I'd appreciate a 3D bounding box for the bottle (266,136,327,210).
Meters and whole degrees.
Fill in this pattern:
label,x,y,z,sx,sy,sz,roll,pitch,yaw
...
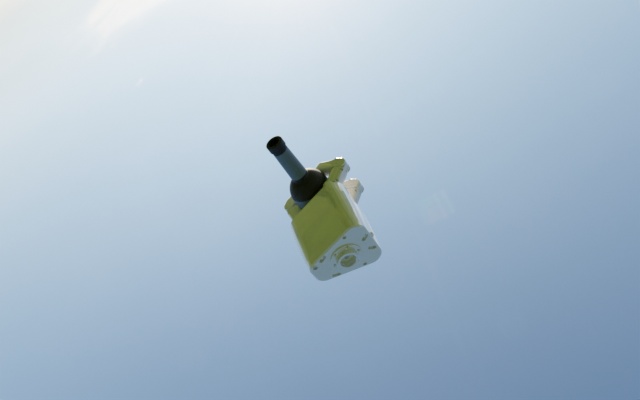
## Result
label,x,y,z,sx,sy,sz,roll,pitch,yaw
bottle,0.000,0.003,0.799,0.069,0.069,0.296,0,-37,36
